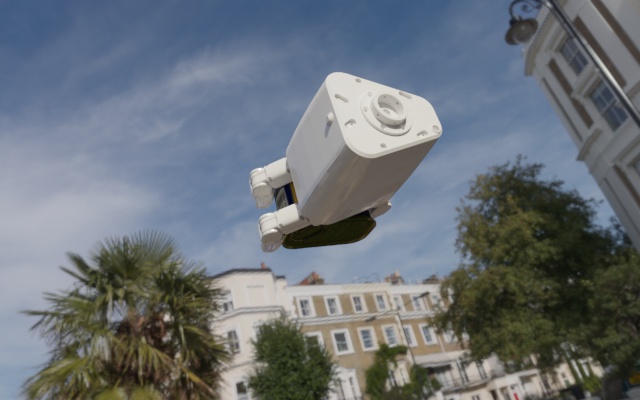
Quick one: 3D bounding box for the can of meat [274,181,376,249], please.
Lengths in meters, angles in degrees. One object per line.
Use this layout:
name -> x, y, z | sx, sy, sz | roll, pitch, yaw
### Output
can of meat -> 0.000, 0.001, 0.530 | 0.102, 0.084, 0.057 | -3, -30, -23
